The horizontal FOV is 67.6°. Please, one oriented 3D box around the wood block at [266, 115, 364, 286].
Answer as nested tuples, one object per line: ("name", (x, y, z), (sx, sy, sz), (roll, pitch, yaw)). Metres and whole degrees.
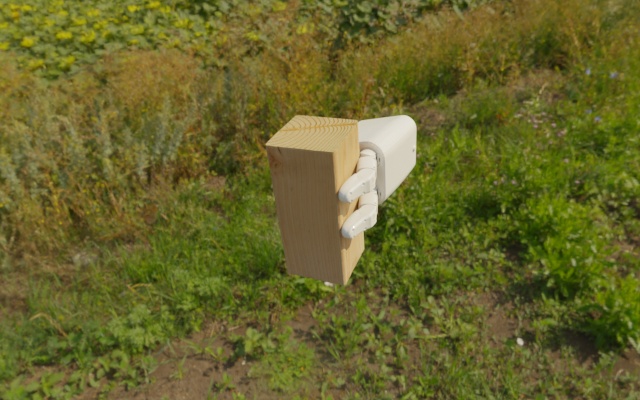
("wood block", (0.000, 0.002, 0.638), (0.091, 0.206, 0.090), (9, 37, 22))
